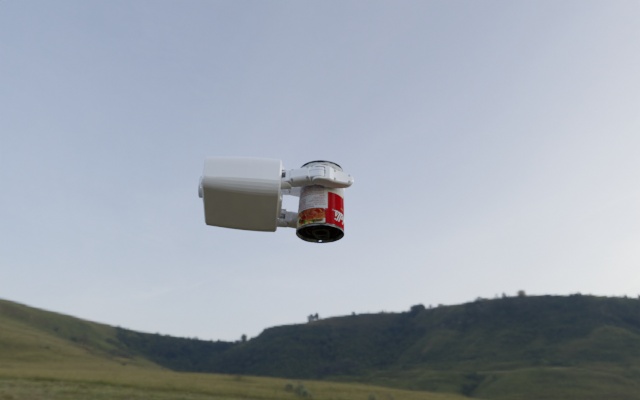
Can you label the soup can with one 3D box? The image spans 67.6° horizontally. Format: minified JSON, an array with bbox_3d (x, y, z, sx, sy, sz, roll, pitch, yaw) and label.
[{"bbox_3d":[0.001,0.002,0.685,0.068,0.102,0.068,1,-26,0],"label":"soup can"}]
